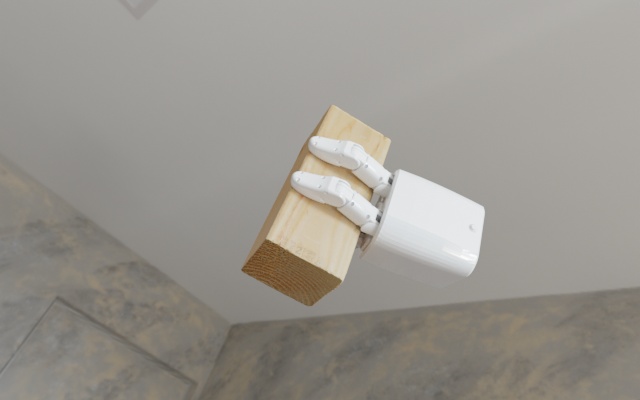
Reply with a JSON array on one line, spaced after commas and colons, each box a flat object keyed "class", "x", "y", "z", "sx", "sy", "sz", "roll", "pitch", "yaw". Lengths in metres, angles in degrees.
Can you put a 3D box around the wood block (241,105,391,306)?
[{"class": "wood block", "x": 0.000, "y": 0.002, "z": 0.550, "sx": 0.090, "sy": 0.206, "sz": 0.091, "roll": 30, "pitch": -38, "yaw": -8}]
